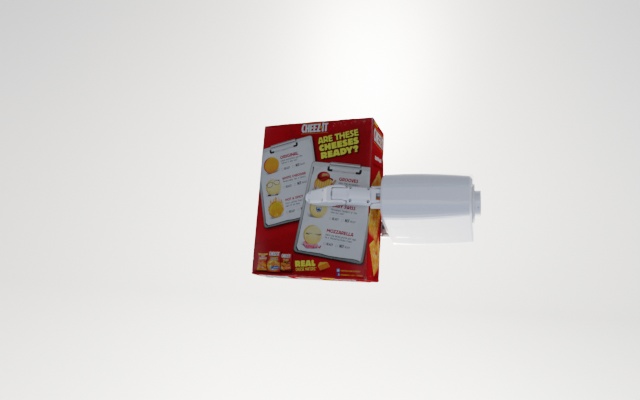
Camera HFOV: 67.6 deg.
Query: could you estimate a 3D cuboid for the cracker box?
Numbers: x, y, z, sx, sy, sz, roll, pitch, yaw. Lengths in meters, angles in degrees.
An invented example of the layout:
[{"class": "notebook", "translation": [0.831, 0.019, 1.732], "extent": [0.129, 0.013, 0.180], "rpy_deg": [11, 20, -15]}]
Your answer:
[{"class": "cracker box", "translation": [0.000, 0.002, 0.661], "extent": [0.164, 0.213, 0.072], "rpy_deg": [-1, -13, 21]}]
